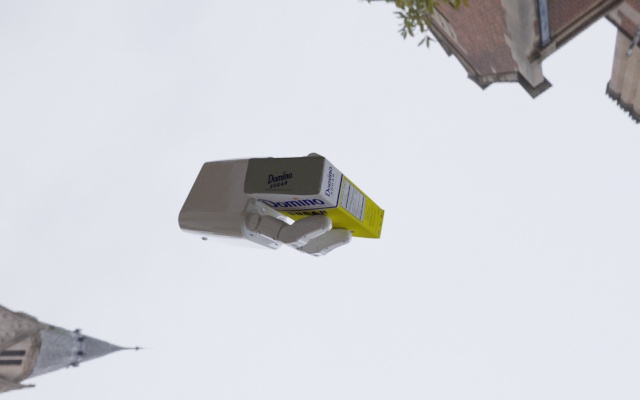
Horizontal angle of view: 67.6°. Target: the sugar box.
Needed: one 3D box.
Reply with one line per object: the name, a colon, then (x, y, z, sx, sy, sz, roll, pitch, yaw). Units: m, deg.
sugar box: (0.000, 0.002, 0.545, 0.093, 0.048, 0.176, 1, -15, 29)
